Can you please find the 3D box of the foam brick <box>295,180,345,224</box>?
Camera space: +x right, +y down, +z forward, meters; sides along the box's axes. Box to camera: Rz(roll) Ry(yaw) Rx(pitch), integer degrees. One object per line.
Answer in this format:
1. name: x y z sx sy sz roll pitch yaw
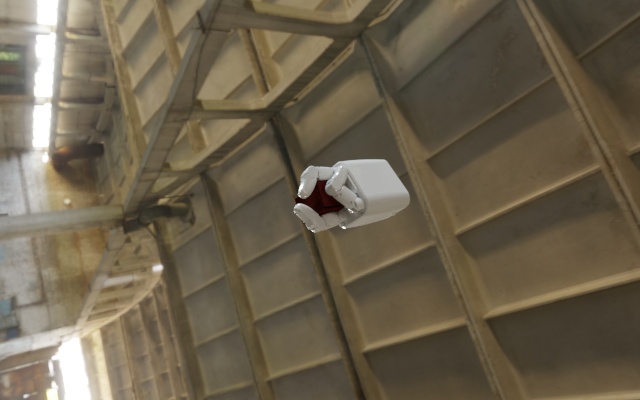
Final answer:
1. foam brick: 0.000 0.003 0.839 0.051 0.053 0.078 -8 -18 -35
